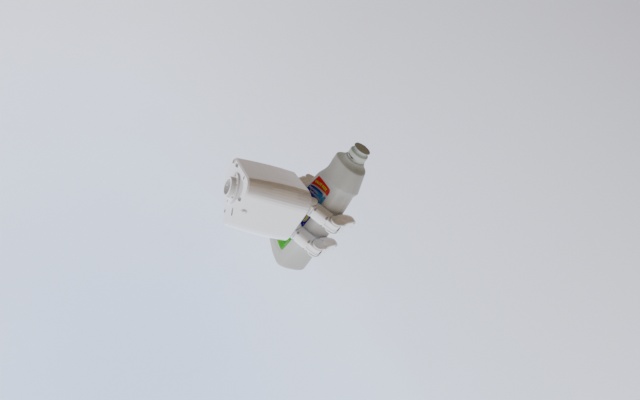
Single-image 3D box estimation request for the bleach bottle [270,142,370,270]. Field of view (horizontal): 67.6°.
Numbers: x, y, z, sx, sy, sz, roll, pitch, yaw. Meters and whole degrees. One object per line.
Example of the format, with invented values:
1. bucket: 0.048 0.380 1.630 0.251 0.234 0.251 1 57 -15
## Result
1. bleach bottle: 0.000 0.003 0.797 0.068 0.251 0.102 16 36 -29
